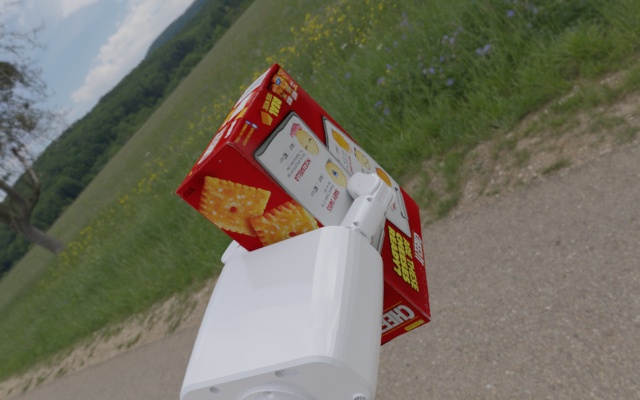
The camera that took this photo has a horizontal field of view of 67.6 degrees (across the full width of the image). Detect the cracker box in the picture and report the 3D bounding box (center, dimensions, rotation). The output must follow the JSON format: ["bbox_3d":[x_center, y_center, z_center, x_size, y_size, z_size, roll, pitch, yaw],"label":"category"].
[{"bbox_3d":[0.000,0.001,0.421,0.072,0.214,0.164,-36,23,27],"label":"cracker box"}]
